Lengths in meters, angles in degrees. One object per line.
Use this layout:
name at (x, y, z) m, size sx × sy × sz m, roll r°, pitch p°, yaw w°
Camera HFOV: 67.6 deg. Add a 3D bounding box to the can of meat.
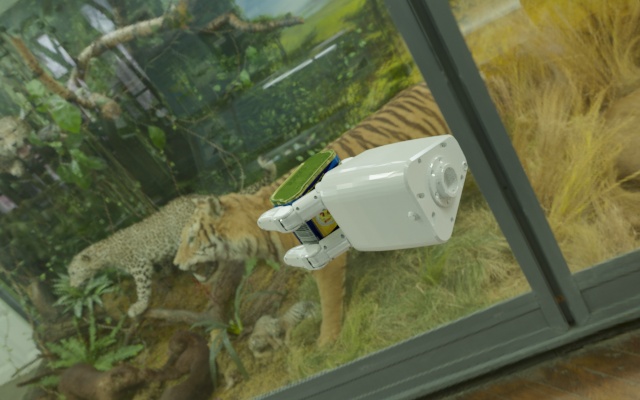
can of meat at (0.000, 0.002, 0.562) m, size 0.057 × 0.084 × 0.102 m, roll -6°, pitch 35°, yaw 48°
